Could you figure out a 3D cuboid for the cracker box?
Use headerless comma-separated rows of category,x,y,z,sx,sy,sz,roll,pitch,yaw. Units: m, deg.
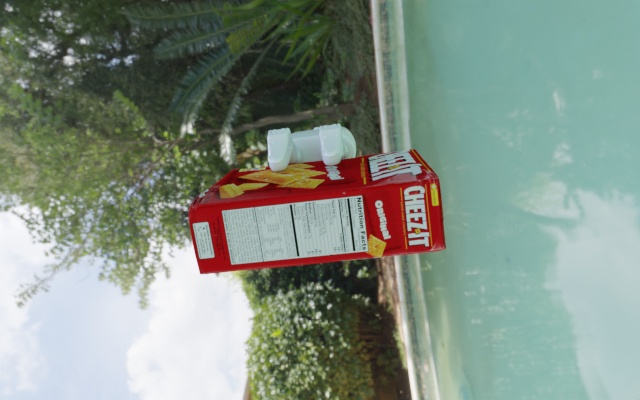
cracker box,0.000,0.002,0.471,0.214,0.072,0.164,-7,14,6
